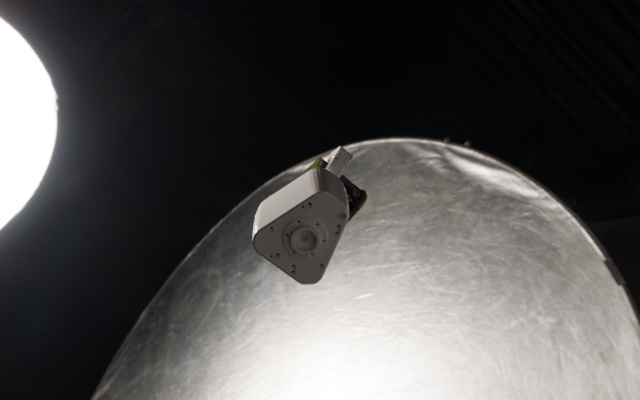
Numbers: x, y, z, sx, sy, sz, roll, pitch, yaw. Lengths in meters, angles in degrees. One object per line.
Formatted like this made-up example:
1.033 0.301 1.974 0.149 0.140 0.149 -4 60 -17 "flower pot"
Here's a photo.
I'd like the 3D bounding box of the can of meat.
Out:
0.000 0.002 0.669 0.084 0.102 0.057 38 15 -12 "can of meat"
